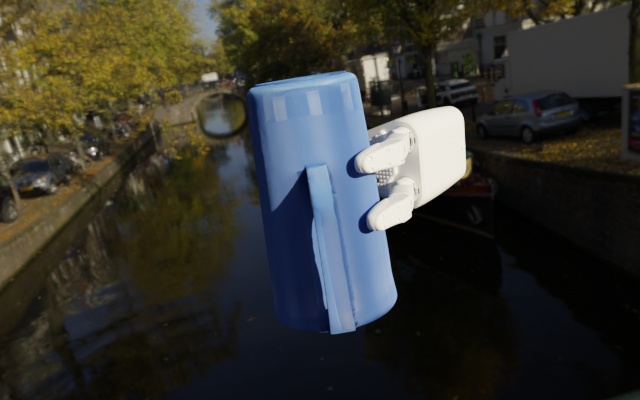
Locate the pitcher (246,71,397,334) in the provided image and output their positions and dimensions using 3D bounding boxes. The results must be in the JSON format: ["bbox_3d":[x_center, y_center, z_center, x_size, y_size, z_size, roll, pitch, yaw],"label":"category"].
[{"bbox_3d":[0.000,0.001,0.476,0.149,0.243,0.145,6,21,43],"label":"pitcher"}]
